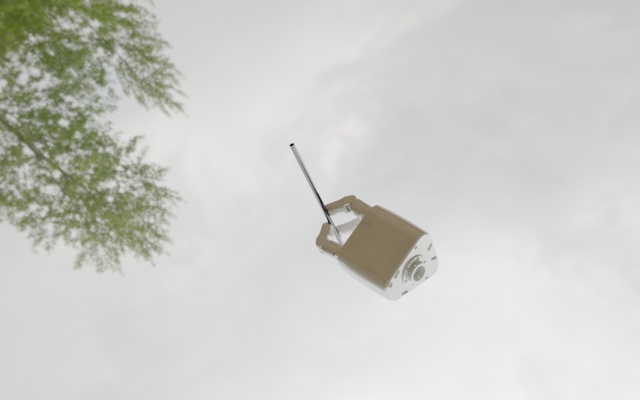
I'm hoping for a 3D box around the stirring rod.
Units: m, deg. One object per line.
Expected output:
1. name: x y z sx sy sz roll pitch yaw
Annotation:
1. stirring rod: 0.000 0.003 0.773 0.011 0.011 0.240 0 -44 29
